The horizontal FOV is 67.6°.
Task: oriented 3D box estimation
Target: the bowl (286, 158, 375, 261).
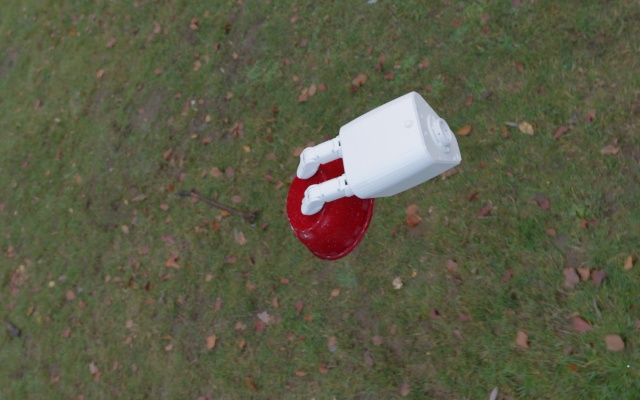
[{"bbox_3d":[-0.001,0.003,0.677,0.055,0.162,0.162,13,-8,-39],"label":"bowl"}]
